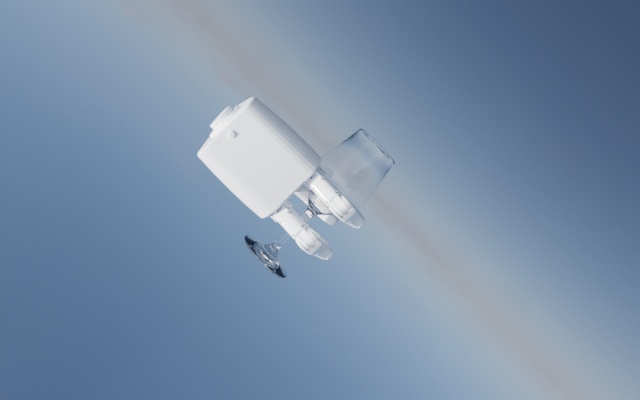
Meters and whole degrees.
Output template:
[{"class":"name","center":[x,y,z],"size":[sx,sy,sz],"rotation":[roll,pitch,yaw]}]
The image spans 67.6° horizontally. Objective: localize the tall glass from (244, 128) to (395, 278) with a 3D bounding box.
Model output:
[{"class":"tall glass","center":[0.000,0.003,0.598],"size":[0.201,0.079,0.079],"rotation":[-44,-5,5]}]
